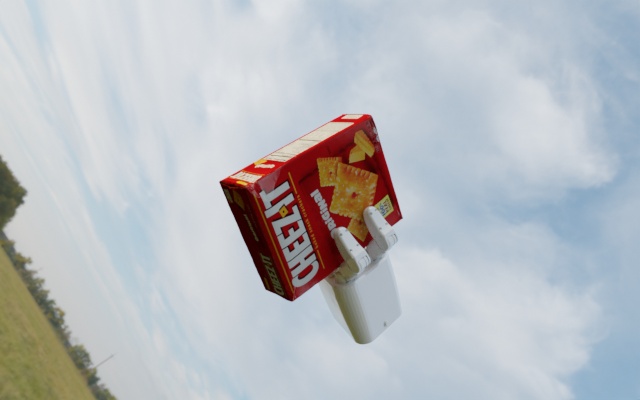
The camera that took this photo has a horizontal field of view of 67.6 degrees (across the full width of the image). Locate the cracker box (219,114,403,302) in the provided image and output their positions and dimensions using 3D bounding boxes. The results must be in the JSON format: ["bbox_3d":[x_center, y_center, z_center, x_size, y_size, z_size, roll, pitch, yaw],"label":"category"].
[{"bbox_3d":[0.000,0.002,0.624,0.213,0.164,0.072,-33,26,-31],"label":"cracker box"}]
